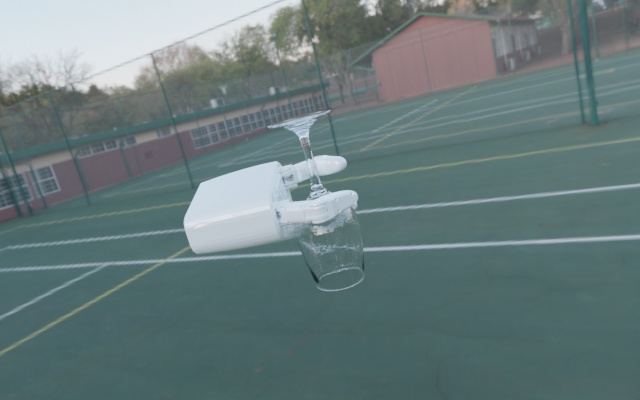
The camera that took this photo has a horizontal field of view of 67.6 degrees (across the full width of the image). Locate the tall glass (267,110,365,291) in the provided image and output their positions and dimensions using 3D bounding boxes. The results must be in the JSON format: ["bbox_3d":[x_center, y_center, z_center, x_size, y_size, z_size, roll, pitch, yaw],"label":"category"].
[{"bbox_3d":[0.000,0.001,0.557,0.079,0.201,0.079,-14,13,3],"label":"tall glass"}]
